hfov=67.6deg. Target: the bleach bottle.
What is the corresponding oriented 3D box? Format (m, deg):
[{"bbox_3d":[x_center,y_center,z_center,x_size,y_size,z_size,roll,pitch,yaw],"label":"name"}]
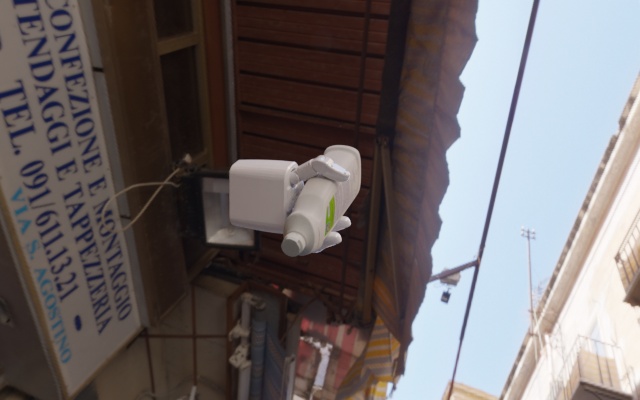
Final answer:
[{"bbox_3d":[0.000,0.003,0.758,0.068,0.103,0.250,6,28,19],"label":"bleach bottle"}]
